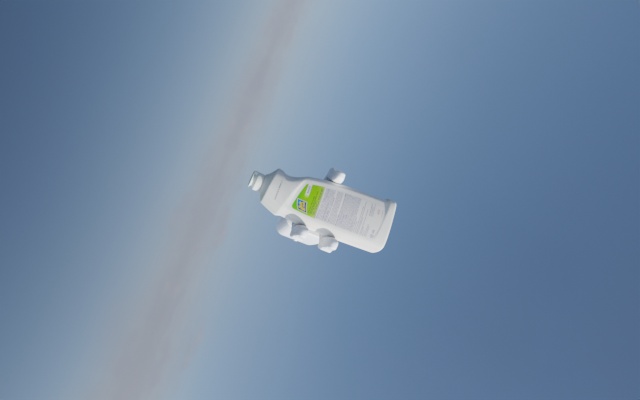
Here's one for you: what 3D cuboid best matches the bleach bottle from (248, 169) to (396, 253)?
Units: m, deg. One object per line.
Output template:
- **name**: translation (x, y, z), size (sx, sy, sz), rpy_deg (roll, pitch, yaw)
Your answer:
- **bleach bottle**: translation (0.000, 0.003, 0.824), size (0.251, 0.102, 0.068), rpy_deg (23, -18, -12)
